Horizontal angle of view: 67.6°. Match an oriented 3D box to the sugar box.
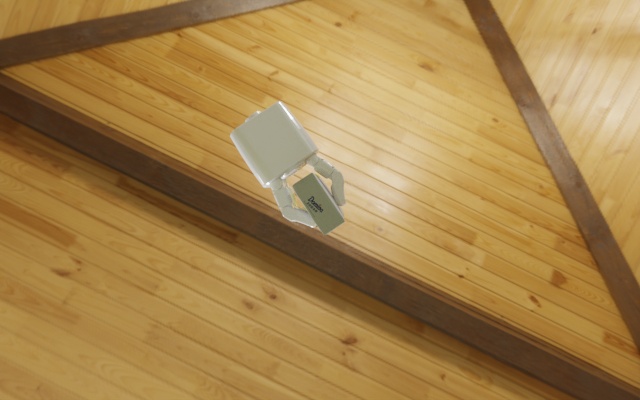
[{"bbox_3d":[0.000,0.003,0.806,0.048,0.093,0.176,-34,-1,6],"label":"sugar box"}]
